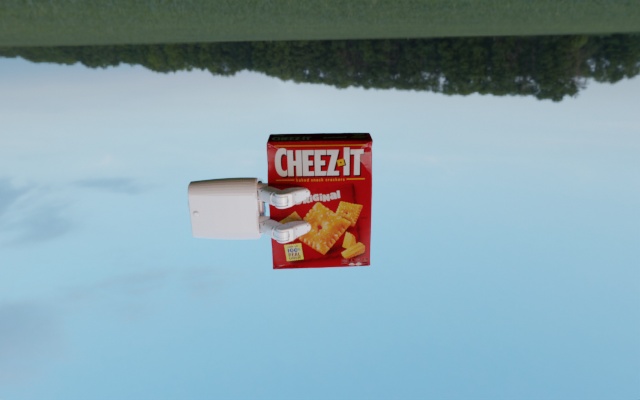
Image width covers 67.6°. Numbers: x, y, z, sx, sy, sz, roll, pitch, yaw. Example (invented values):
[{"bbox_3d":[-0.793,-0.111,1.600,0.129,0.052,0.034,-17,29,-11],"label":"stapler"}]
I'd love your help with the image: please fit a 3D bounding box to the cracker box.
[{"bbox_3d":[0.000,0.003,0.771,0.164,0.214,0.072,-1,19,-1],"label":"cracker box"}]
